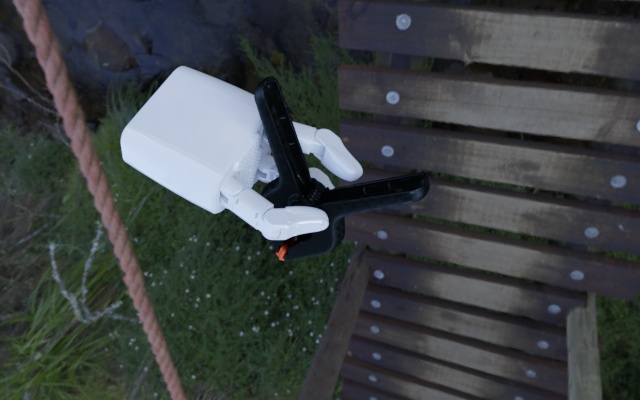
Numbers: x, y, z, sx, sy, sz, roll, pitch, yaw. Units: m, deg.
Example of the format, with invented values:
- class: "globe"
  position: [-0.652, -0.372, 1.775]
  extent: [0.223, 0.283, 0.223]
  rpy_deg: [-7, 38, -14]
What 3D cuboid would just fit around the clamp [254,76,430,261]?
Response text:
- class: "clamp"
  position: [-0.001, 0.002, 0.455]
  extent: [0.164, 0.210, 0.036]
  rpy_deg: [29, 50, 10]
